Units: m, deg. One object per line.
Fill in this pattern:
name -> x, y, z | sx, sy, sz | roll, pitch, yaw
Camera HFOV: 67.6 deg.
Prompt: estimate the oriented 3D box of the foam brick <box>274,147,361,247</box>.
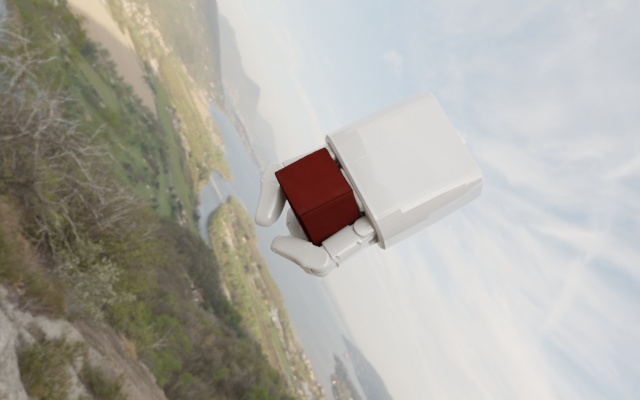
foam brick -> 0.000, 0.001, 0.424 | 0.051, 0.053, 0.078 | -27, -30, -3
